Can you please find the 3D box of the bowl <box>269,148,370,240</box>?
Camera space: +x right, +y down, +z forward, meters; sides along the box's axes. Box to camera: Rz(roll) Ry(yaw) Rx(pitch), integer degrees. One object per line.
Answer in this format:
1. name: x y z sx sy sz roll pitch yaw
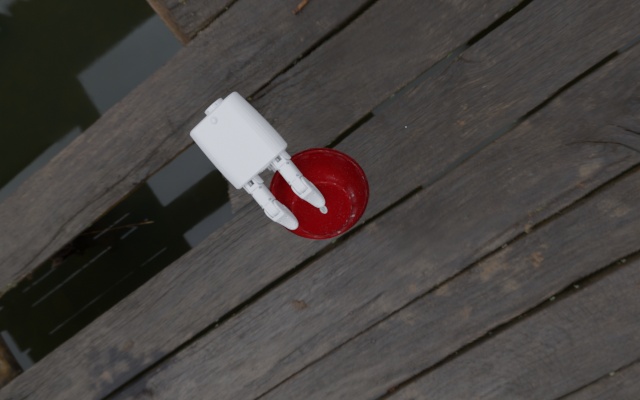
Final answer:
1. bowl: 0.001 0.003 0.744 0.162 0.162 0.055 0 25 -5
